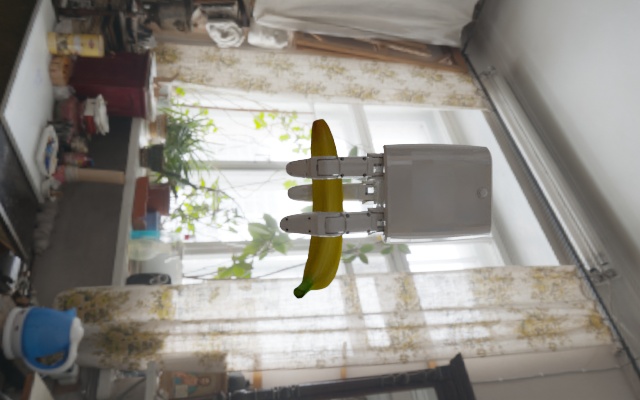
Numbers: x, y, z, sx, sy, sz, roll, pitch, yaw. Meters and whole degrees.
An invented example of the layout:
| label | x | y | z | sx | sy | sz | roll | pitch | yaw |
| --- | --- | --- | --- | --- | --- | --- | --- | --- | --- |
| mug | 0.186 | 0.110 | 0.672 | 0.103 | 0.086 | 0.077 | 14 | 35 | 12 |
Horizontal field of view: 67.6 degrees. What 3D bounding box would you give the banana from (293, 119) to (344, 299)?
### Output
| label | x | y | z | sx | sy | sz | roll | pitch | yaw |
| --- | --- | --- | --- | --- | --- | --- | --- | --- | --- |
| banana | 0.004 | 0.011 | 0.515 | 0.037 | 0.197 | 0.070 | -1 | -21 | 14 |
